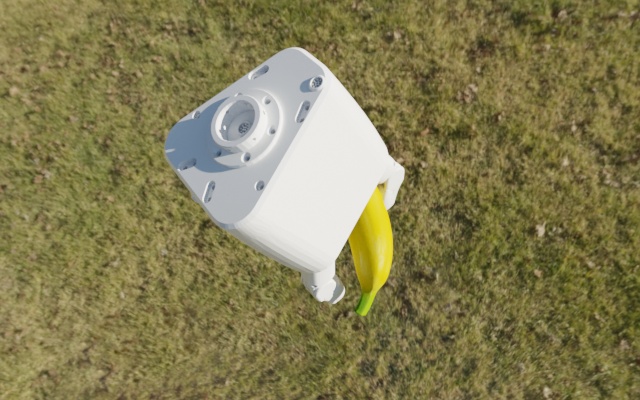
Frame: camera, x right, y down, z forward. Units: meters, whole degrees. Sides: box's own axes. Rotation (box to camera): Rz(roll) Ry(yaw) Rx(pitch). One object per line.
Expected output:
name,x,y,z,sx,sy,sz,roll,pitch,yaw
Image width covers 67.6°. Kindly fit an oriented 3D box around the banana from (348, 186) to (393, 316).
banana,0.015,-0.006,0.411,0.070,0.197,0.037,-36,-28,25
